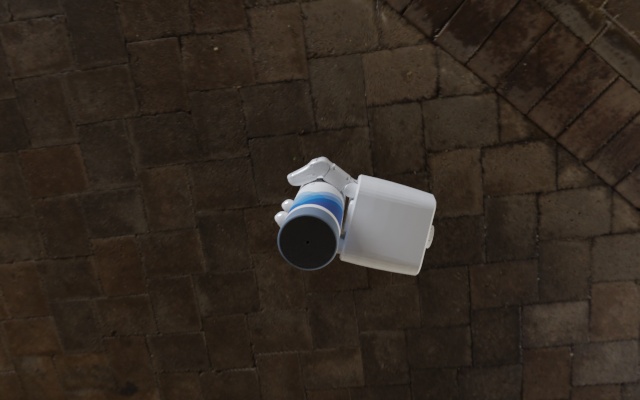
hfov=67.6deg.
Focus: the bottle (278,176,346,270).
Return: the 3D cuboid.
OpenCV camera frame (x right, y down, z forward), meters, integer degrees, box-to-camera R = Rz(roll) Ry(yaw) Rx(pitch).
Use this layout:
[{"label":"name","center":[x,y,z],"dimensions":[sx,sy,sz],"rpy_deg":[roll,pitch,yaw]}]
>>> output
[{"label":"bottle","center":[0.000,0.002,0.656],"dimensions":[0.069,0.069,0.295],"rpy_deg":[0,17,6]}]
